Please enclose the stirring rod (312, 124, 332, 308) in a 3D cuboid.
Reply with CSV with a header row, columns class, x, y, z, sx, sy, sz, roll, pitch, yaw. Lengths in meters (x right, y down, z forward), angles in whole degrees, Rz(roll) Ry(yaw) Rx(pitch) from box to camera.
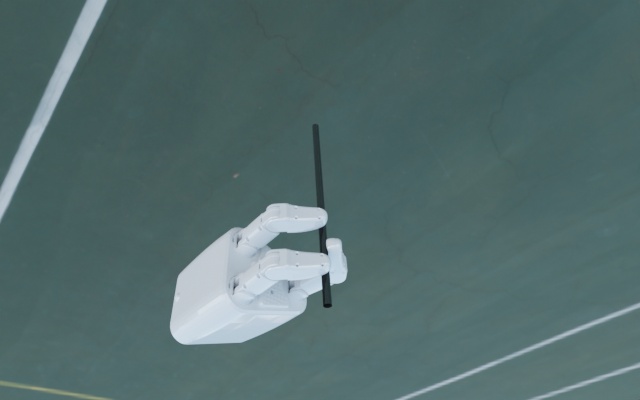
class,x,y,z,sx,sy,sz,roll,pitch,yaw
stirring rod,0.000,0.002,0.498,0.011,0.239,0.011,-2,-41,-2
